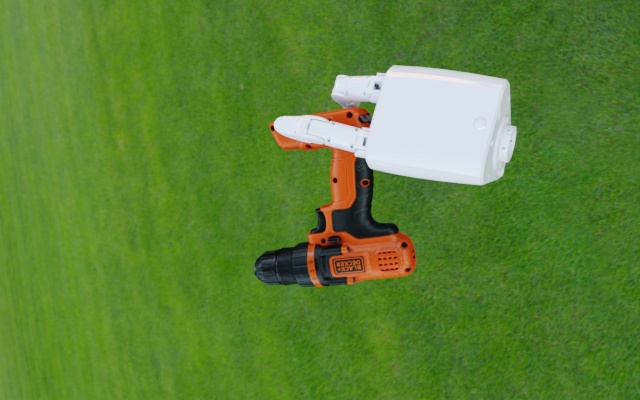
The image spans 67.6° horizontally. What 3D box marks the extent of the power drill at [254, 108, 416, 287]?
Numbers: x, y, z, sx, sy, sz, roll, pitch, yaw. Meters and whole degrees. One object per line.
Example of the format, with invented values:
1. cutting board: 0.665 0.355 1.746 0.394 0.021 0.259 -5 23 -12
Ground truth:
1. power drill: 0.000 0.001 0.518 0.184 0.188 0.057 -8 9 17
